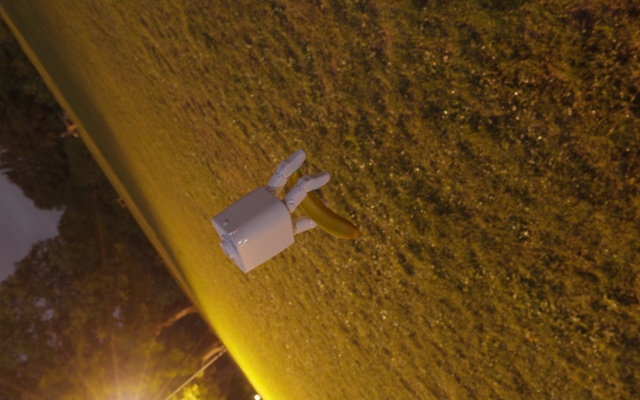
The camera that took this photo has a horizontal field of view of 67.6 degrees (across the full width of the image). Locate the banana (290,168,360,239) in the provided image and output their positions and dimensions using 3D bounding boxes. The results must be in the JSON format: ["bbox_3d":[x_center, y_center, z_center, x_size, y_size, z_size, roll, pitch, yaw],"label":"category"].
[{"bbox_3d":[-0.003,0.012,0.847,0.037,0.197,0.070,-30,-31,-23],"label":"banana"}]
